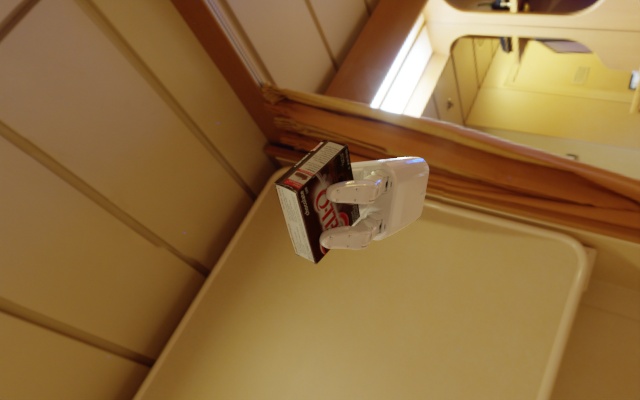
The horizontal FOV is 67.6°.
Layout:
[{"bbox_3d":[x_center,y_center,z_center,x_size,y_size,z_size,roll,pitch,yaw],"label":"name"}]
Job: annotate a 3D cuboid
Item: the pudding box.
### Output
[{"bbox_3d":[0.000,0.002,0.539,0.039,0.114,0.090,18,49,35],"label":"pudding box"}]
